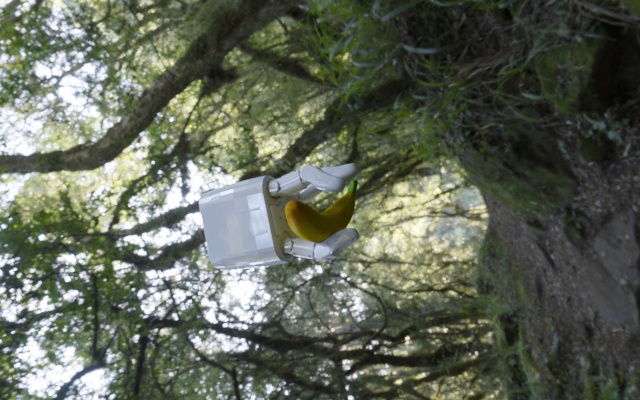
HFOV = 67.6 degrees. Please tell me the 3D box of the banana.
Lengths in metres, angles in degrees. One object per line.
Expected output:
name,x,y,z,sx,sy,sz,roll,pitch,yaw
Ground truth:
banana,0.003,0.020,0.611,0.037,0.069,0.198,-2,9,24
